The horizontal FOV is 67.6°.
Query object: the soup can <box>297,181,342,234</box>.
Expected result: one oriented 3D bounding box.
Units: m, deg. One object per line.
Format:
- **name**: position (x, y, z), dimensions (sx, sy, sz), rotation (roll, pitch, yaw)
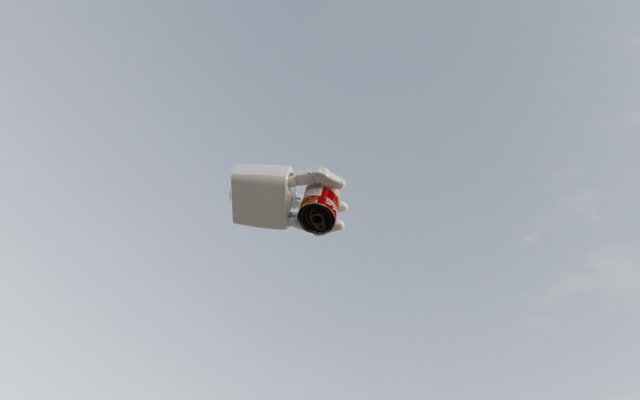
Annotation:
- **soup can**: position (0.001, 0.003, 0.859), dimensions (0.068, 0.069, 0.102), rotation (0, 36, 11)
